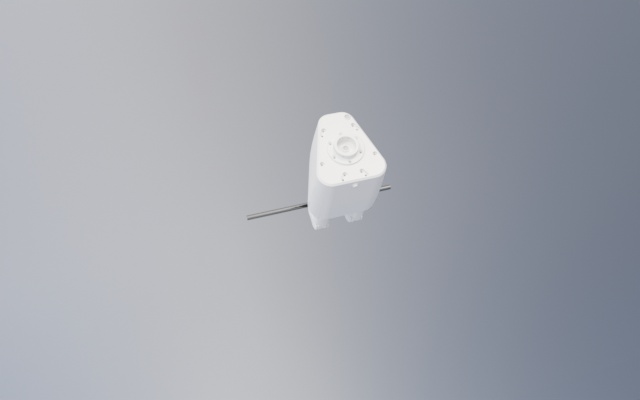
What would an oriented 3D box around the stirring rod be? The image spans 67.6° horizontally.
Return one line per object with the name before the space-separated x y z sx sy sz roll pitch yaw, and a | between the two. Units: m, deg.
stirring rod | 0.000 0.002 0.772 0.239 0.011 0.011 -12 2 -11
